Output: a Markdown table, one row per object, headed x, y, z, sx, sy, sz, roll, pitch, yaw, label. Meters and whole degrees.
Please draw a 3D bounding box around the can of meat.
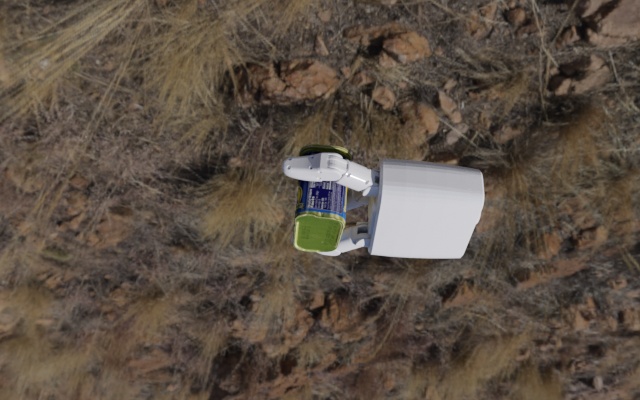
| x | y | z | sx | sy | sz | roll | pitch | yaw | label |
| --- | --- | --- | --- | --- | --- | --- | --- | --- | --- |
| 0.000 | 0.002 | 0.526 | 0.057 | 0.084 | 0.102 | 6 | -28 | -2 | can of meat |
